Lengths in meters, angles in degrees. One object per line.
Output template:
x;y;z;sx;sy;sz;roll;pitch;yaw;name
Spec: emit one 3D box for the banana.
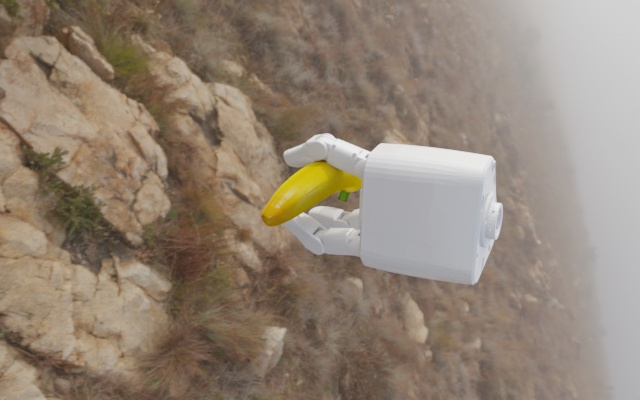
0.008;-0.015;0.497;0.037;0.070;0.198;29;17;20;banana
